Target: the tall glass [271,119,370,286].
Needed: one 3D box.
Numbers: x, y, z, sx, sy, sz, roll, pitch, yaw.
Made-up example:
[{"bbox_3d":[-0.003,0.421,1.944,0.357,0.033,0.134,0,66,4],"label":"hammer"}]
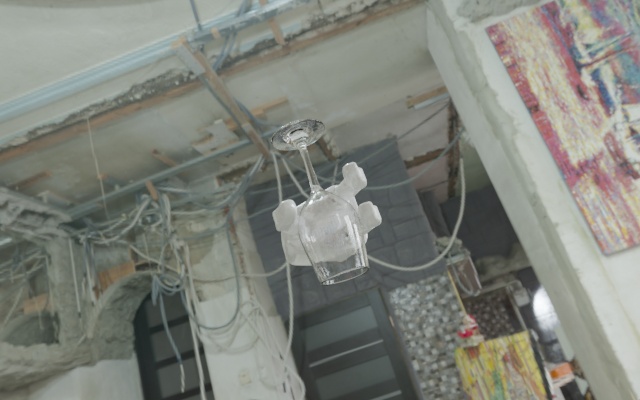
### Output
[{"bbox_3d":[0.000,0.001,0.600,0.079,0.201,0.079,-16,-20,-6],"label":"tall glass"}]
